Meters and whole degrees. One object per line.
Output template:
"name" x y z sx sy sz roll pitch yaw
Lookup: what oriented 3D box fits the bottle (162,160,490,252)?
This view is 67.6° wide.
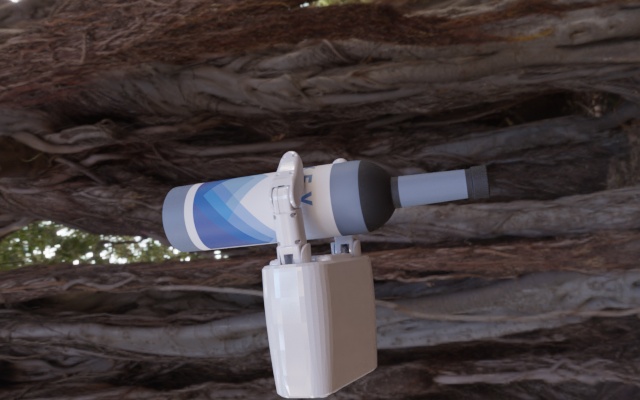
"bottle" 0.000 0.001 0.441 0.296 0.069 0.069 -7 -2 16
